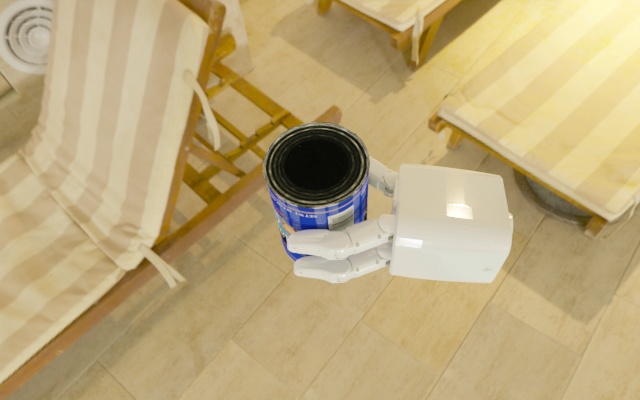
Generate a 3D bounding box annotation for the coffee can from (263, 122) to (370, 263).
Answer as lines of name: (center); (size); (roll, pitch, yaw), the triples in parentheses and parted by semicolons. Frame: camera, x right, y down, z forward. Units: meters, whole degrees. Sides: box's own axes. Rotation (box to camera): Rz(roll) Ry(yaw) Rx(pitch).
coffee can: (0.000, 0.002, 0.510); (0.103, 0.102, 0.140); (0, -33, 4)
